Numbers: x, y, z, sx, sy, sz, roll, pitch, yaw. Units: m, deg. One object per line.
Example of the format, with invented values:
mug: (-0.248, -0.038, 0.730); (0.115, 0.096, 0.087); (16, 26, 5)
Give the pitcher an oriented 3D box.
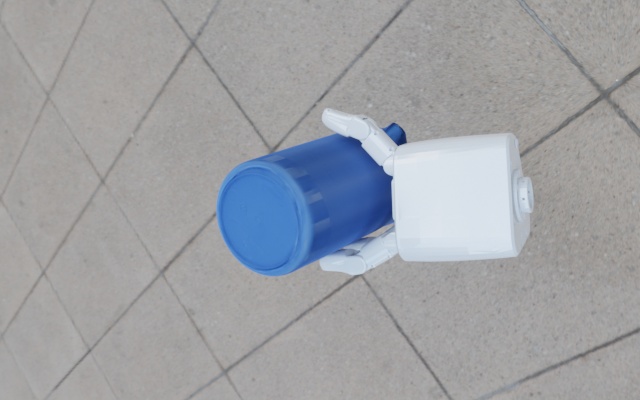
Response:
pitcher: (0.000, 0.002, 0.524); (0.145, 0.149, 0.243); (-2, 11, 32)
